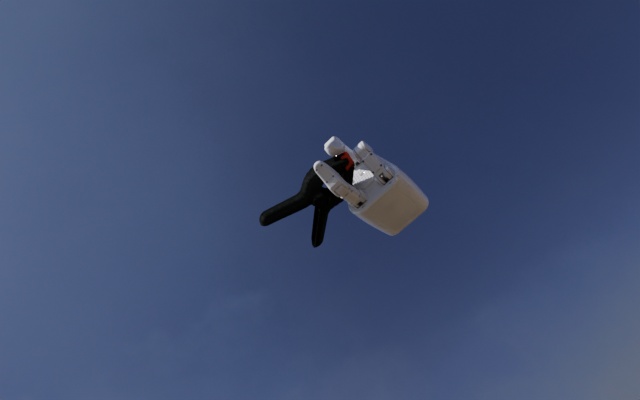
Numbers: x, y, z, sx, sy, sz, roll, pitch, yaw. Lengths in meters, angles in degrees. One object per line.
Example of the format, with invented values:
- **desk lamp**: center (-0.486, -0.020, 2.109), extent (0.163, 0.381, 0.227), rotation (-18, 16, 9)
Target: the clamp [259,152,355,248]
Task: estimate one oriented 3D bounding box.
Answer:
- **clamp**: center (0.000, 0.002, 0.748), extent (0.120, 0.171, 0.039), rotation (34, 20, -42)
